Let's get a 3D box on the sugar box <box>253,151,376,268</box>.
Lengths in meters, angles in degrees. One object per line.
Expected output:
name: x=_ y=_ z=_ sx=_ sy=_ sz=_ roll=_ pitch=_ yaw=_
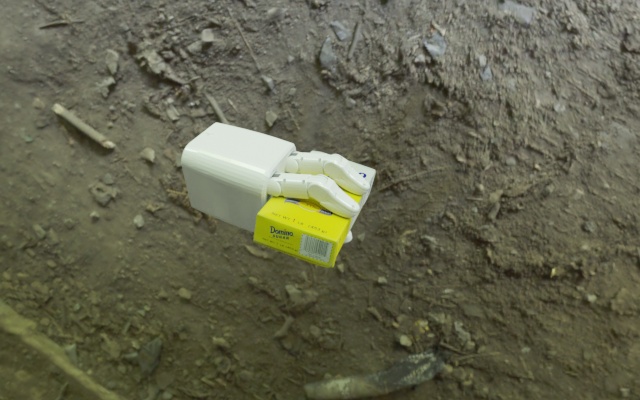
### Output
sugar box: x=0.000 y=0.001 z=0.570 sx=0.093 sy=0.048 sz=0.176 roll=19 pitch=36 yaw=9
